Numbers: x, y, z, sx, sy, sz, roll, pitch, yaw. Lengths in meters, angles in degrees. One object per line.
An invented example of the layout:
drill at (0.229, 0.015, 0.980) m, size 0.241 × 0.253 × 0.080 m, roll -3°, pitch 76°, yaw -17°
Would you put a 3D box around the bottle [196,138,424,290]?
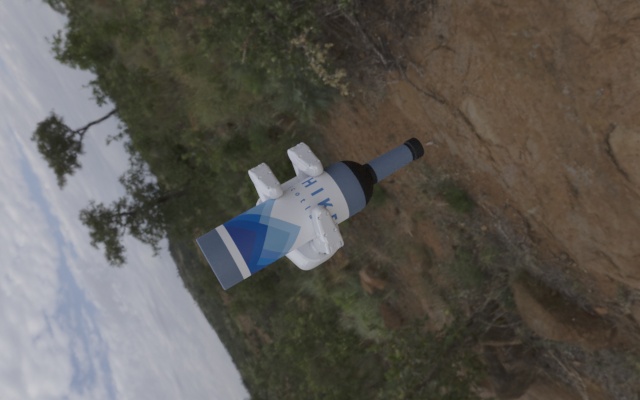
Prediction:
bottle at (0.000, 0.002, 0.572) m, size 0.295 × 0.069 × 0.069 m, roll -30°, pitch 8°, yaw -14°
